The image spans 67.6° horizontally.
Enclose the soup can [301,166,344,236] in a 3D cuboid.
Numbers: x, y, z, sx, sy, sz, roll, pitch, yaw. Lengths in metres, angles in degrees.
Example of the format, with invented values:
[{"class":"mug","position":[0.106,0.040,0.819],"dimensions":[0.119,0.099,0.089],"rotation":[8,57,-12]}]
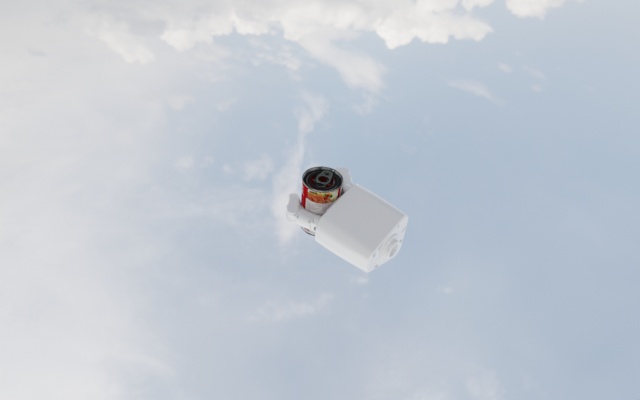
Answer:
[{"class":"soup can","position":[0.000,0.003,0.809],"dimensions":[0.068,0.102,0.068],"rotation":[3,40,-3]}]
